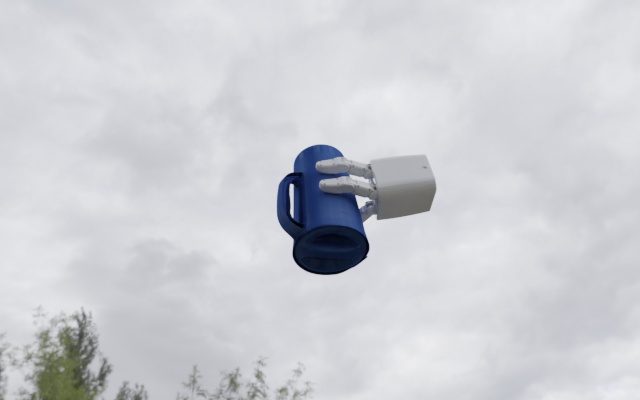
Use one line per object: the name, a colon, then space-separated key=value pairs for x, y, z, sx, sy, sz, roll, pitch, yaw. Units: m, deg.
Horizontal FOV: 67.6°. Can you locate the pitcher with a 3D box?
pitcher: x=0.000 y=0.003 z=0.886 sx=0.145 sy=0.242 sz=0.149 roll=-9 pitch=-45 yaw=2
